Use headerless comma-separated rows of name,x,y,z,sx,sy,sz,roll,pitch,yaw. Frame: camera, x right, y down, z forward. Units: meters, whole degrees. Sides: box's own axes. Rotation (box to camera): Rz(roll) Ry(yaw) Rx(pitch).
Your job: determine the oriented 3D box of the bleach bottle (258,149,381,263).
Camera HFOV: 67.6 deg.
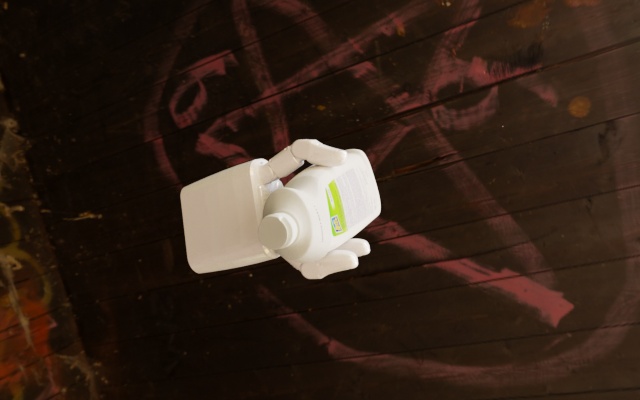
bleach bottle,0.000,0.002,0.517,0.068,0.102,0.251,-18,2,22
